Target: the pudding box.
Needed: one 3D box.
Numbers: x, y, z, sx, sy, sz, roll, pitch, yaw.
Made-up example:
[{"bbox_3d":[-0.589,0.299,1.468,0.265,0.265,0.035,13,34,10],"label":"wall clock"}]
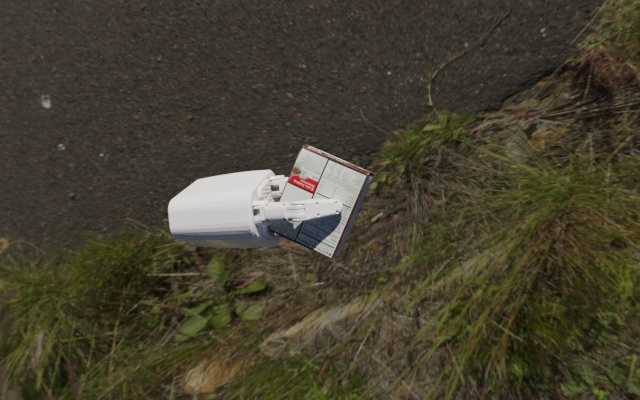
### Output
[{"bbox_3d":[0.000,0.002,0.568,0.090,0.113,0.039,25,10,11],"label":"pudding box"}]
